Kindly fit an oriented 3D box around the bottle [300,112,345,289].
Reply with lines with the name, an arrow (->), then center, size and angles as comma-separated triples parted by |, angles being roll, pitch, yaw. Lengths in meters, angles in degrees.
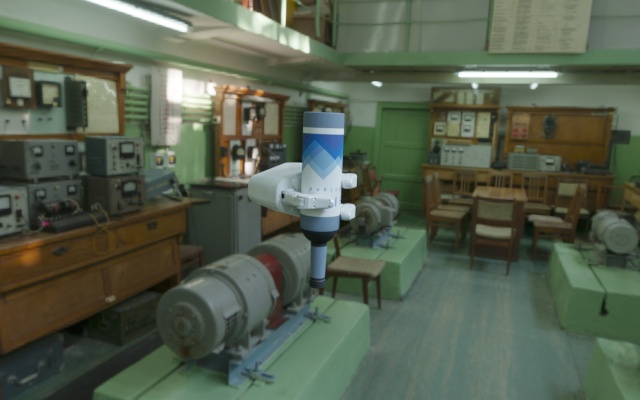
bottle -> 0.000, 0.002, 0.800 | 0.069, 0.296, 0.069 | 2, 10, 0
